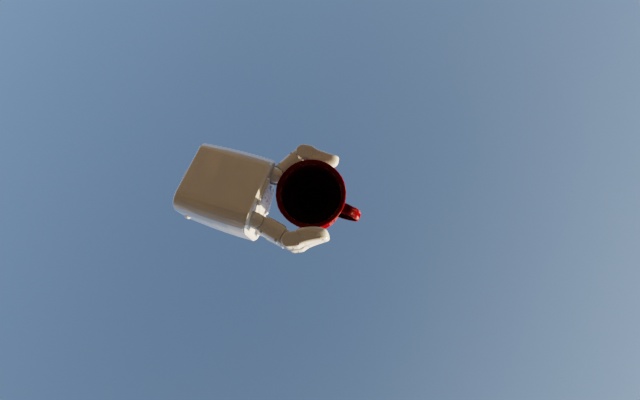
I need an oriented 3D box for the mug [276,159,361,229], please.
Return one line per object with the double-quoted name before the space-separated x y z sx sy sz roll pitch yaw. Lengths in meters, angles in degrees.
"mug" 0.002 0.003 0.663 0.117 0.093 0.081 18 -10 6
